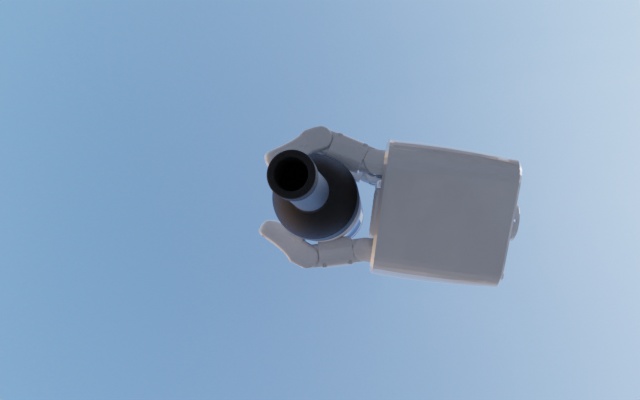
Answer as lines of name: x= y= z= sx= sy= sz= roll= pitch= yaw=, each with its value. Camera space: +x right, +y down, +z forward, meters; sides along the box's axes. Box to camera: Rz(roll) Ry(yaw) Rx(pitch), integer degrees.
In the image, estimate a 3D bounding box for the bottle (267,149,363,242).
bottle: x=0.000 y=0.001 z=0.403 sx=0.069 sy=0.069 sz=0.296 roll=0 pitch=-6 yaw=6
